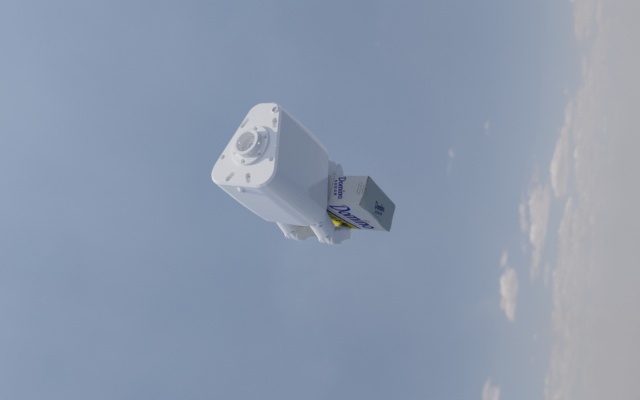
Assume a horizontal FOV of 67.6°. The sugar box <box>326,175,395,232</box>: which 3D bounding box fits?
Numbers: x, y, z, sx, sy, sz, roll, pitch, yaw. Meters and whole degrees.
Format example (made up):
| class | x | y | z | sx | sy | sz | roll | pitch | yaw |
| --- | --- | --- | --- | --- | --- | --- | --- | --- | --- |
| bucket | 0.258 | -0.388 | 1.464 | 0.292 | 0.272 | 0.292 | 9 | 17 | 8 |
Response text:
| class | x | y | z | sx | sy | sz | roll | pitch | yaw |
| --- | --- | --- | --- | --- | --- | --- | --- | --- | --- |
| sugar box | 0.000 | 0.003 | 0.636 | 0.176 | 0.048 | 0.093 | 6 | -20 | 34 |
